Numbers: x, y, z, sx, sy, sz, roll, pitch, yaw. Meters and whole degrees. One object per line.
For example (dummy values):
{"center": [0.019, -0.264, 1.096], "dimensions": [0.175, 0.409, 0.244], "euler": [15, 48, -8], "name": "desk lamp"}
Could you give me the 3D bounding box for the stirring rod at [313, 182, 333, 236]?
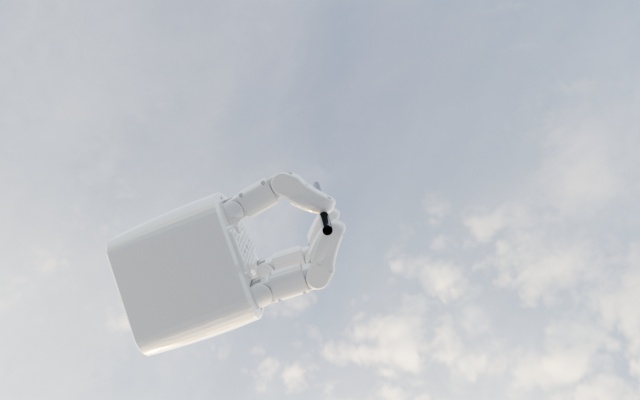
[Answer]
{"center": [0.000, 0.002, 0.484], "dimensions": [0.011, 0.011, 0.239], "euler": [0, 10, -3], "name": "stirring rod"}
